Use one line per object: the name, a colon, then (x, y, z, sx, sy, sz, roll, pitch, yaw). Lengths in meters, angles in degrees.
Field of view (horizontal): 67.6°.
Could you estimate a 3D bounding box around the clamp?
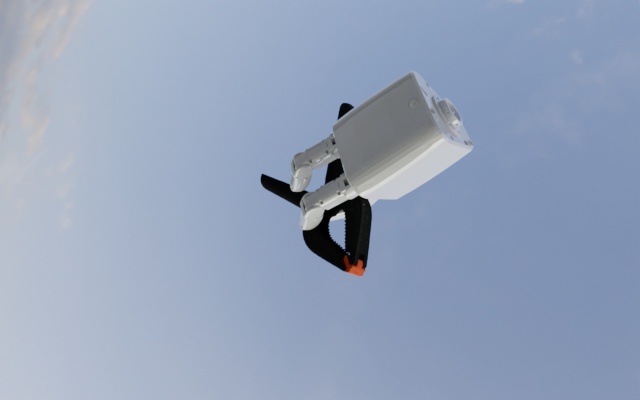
clamp: (0.001, 0.002, 0.581, 0.164, 0.209, 0.036, -33, -35, 28)
